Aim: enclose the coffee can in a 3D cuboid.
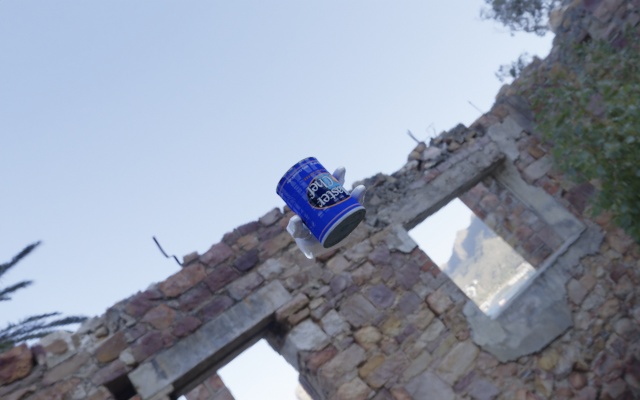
[{"bbox_3d":[0.000,0.003,0.882,0.140,0.103,0.103,47,19,19],"label":"coffee can"}]
